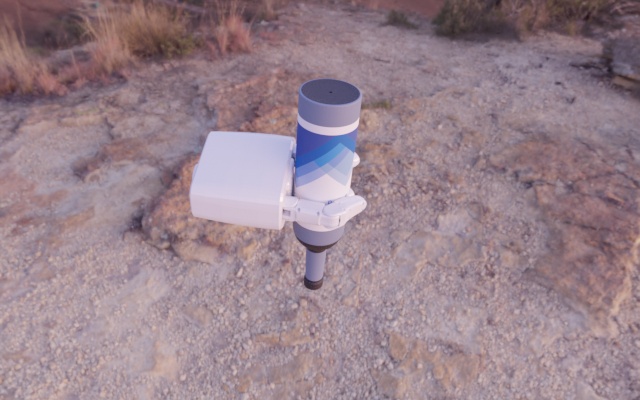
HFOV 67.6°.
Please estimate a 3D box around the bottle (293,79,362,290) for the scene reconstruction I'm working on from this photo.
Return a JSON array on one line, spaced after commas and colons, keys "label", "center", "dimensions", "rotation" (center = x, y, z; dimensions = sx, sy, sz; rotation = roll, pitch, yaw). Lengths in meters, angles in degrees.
[{"label": "bottle", "center": [0.000, 0.002, 0.588], "dimensions": [0.069, 0.296, 0.069], "rotation": [3, 38, -3]}]
